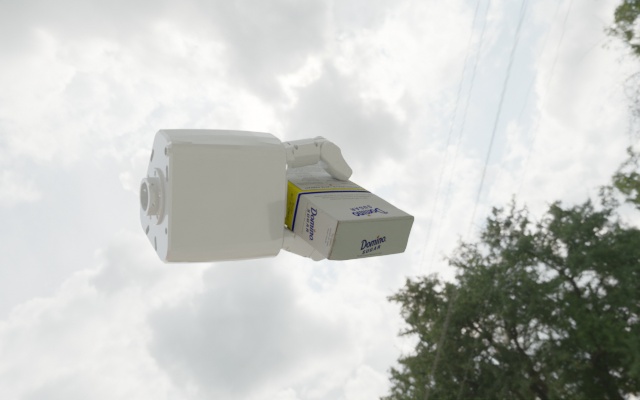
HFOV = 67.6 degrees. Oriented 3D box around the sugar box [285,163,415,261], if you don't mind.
[{"bbox_3d":[0.000,0.002,0.486,0.093,0.048,0.176,-2,25,-35],"label":"sugar box"}]
